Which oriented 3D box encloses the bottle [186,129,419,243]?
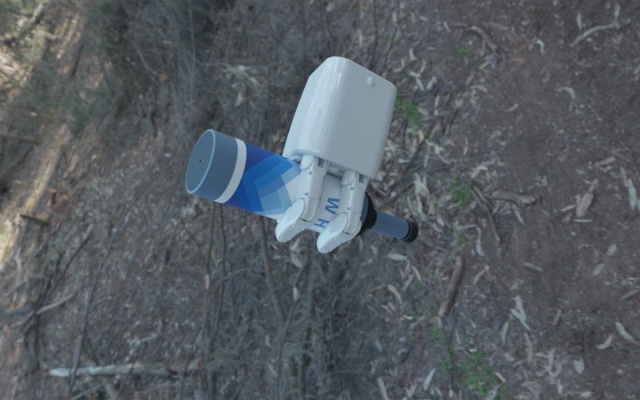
[{"bbox_3d":[0.000,0.002,0.543,0.296,0.069,0.069,19,-10,-32],"label":"bottle"}]
